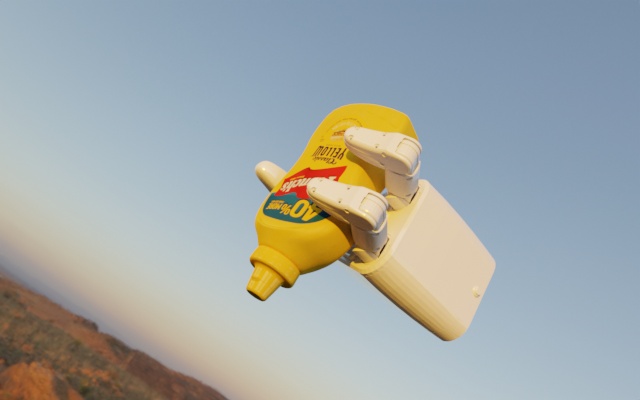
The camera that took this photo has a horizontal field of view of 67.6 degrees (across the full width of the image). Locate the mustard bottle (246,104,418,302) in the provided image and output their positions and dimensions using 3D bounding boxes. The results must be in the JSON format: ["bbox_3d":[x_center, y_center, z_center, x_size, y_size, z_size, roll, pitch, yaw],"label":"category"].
[{"bbox_3d":[0.000,0.001,0.402,0.096,0.191,0.058,12,-33,40],"label":"mustard bottle"}]
